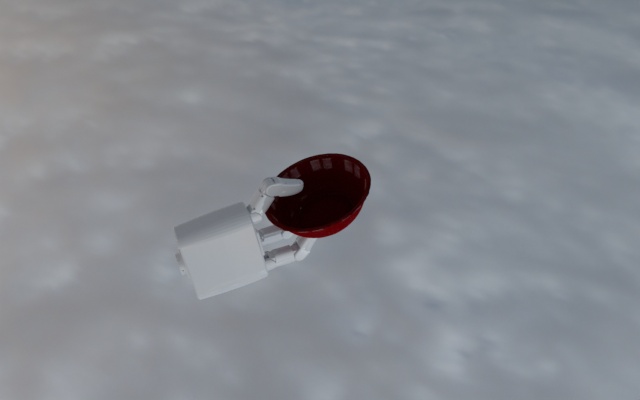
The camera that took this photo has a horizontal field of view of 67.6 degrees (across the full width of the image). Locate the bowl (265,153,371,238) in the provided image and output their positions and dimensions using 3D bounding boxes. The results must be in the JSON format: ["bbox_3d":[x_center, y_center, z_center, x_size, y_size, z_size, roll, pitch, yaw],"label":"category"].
[{"bbox_3d":[0.001,0.002,0.704,0.162,0.162,0.055,0,-44,23],"label":"bowl"}]
